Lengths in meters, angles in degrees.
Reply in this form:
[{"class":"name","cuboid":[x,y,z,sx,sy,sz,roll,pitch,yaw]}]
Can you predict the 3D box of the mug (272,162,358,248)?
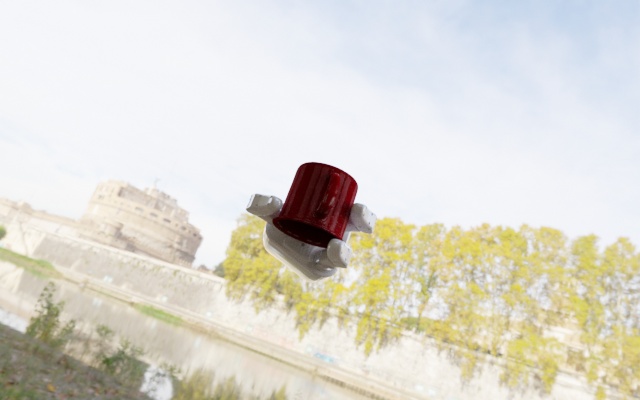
[{"class":"mug","cuboid":[0.000,0.001,0.577,0.093,0.081,0.117,21,-19,-5]}]
